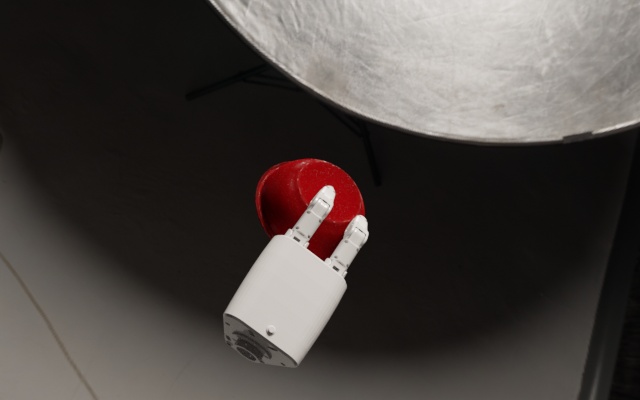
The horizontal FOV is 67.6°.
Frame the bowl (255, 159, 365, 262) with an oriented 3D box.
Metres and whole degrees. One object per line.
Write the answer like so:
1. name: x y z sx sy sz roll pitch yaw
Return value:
1. bowl: 0.001 0.001 0.620 0.162 0.162 0.055 0 -31 -33
